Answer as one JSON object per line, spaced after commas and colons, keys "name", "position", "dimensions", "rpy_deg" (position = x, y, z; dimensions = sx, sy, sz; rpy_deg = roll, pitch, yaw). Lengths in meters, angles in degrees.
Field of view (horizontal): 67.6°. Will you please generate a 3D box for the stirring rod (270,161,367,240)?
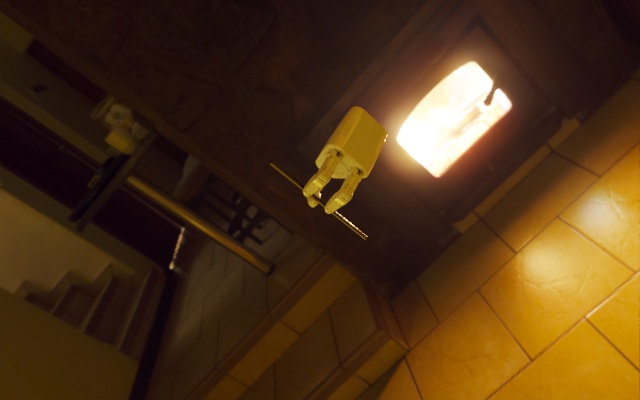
{"name": "stirring rod", "position": [0.000, 0.003, 0.889], "dimensions": [0.239, 0.011, 0.011], "rpy_deg": [39, -15, -20]}
